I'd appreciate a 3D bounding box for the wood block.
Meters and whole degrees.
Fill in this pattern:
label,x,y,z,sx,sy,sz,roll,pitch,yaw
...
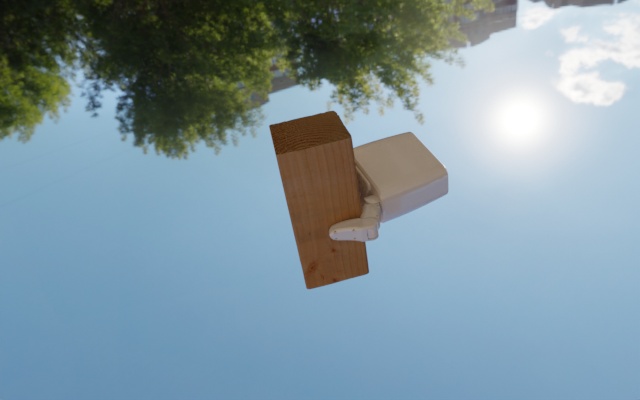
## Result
label,x,y,z,sx,sy,sz,roll,pitch,yaw
wood block,0.001,0.002,0.623,0.090,0.206,0.090,-14,32,-5
